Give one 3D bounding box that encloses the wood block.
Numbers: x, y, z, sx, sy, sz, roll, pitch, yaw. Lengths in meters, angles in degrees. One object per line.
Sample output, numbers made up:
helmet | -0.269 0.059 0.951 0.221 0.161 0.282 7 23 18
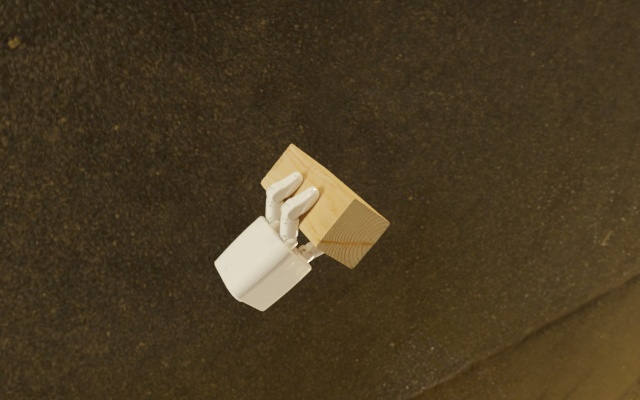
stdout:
wood block | 0.000 0.003 0.752 0.091 0.090 0.206 34 6 -40
